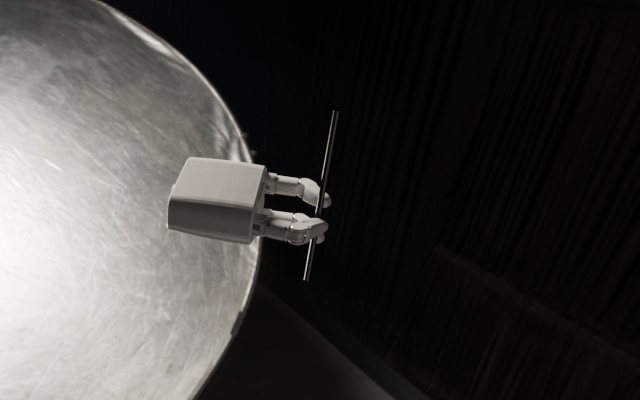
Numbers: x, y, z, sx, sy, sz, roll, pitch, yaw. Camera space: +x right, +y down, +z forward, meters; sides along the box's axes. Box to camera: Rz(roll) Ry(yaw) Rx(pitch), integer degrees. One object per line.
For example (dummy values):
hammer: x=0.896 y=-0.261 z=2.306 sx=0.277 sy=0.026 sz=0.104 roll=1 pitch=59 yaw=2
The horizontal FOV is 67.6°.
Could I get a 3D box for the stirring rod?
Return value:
stirring rod: x=0.000 y=0.002 z=0.611 sx=0.011 sy=0.240 sz=0.011 roll=8 pitch=25 yaw=-4
